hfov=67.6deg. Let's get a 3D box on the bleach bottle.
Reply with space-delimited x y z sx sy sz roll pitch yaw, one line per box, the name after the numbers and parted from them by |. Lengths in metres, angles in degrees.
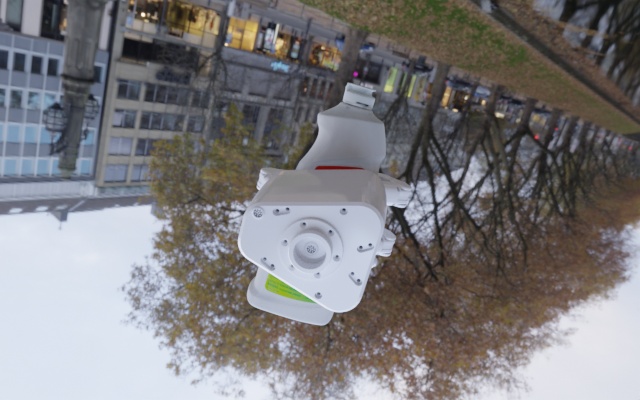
0.000 0.002 0.502 0.102 0.251 0.068 16 16 2 | bleach bottle
